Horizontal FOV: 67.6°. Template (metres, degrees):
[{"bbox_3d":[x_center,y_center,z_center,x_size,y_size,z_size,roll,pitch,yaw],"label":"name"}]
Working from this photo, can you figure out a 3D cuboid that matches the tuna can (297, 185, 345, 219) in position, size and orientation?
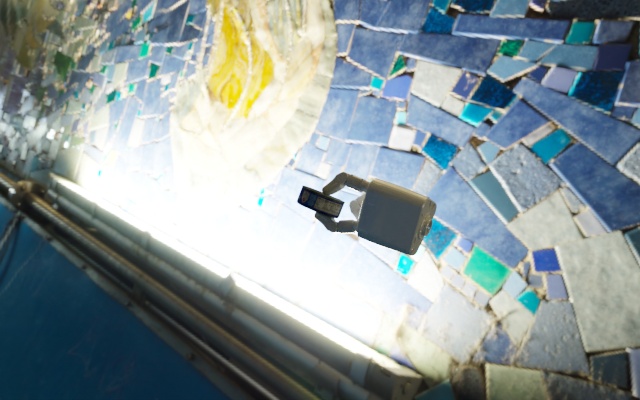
[{"bbox_3d":[0.000,0.003,0.884,0.086,0.034,0.086,21,4,-2],"label":"tuna can"}]
